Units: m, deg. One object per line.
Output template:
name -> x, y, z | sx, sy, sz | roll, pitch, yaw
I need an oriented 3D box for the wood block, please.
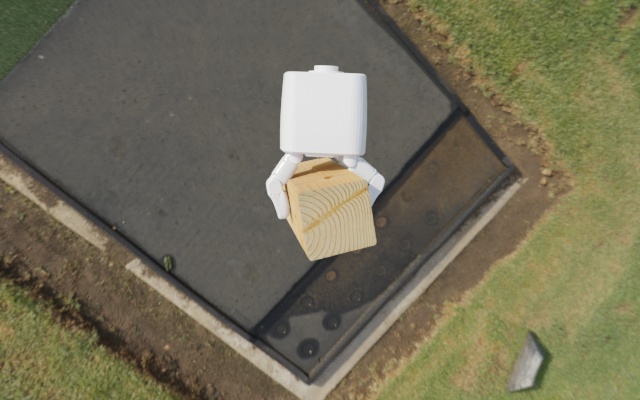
wood block -> 0.000, 0.002, 0.684 | 0.091, 0.090, 0.206 | -12, 15, -9
